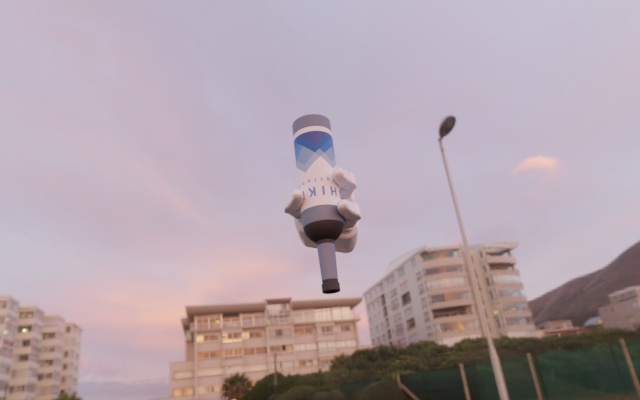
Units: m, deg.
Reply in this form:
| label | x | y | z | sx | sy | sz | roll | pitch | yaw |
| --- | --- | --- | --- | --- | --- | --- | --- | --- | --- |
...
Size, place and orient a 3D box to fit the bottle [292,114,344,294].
| label | x | y | z | sx | sy | sz | roll | pitch | yaw |
| --- | --- | --- | --- | --- | --- | --- | --- | --- | --- |
| bottle | 0.000 | 0.002 | 0.771 | 0.069 | 0.295 | 0.069 | -6 | -23 | -3 |
